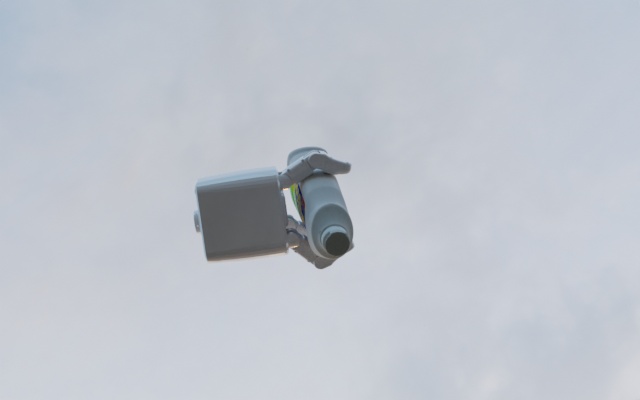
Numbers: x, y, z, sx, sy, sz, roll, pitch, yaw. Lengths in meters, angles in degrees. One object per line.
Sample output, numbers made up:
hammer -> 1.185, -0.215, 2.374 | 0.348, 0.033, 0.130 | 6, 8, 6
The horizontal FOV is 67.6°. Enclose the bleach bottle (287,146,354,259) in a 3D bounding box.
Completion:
bleach bottle -> 0.000, 0.002, 0.633 | 0.068, 0.102, 0.250 | -7, 18, -6
